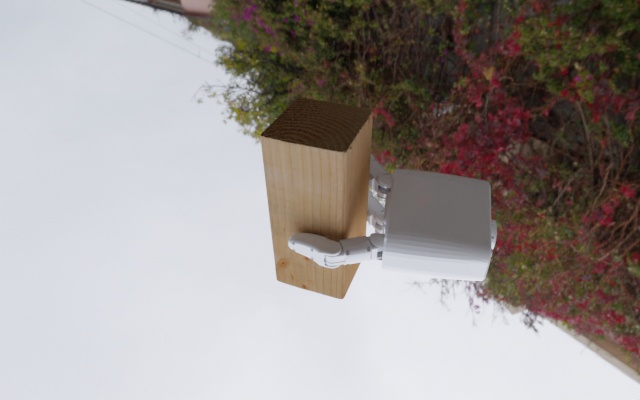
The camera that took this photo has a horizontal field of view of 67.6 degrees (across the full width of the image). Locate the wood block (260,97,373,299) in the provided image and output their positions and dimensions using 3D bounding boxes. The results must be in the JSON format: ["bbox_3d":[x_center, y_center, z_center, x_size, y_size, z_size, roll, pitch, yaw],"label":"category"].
[{"bbox_3d":[0.000,0.002,0.539,0.090,0.206,0.090,13,40,18],"label":"wood block"}]
